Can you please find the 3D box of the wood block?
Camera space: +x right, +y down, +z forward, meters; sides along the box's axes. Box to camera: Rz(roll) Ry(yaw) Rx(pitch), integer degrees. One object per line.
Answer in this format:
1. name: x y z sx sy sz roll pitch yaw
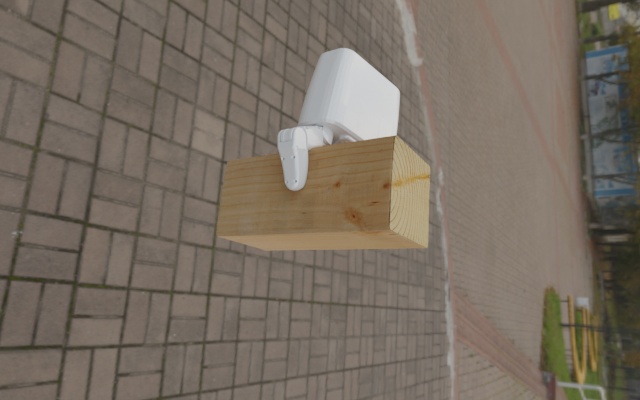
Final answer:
1. wood block: 0.000 0.001 0.505 0.206 0.090 0.091 -5 -19 33
